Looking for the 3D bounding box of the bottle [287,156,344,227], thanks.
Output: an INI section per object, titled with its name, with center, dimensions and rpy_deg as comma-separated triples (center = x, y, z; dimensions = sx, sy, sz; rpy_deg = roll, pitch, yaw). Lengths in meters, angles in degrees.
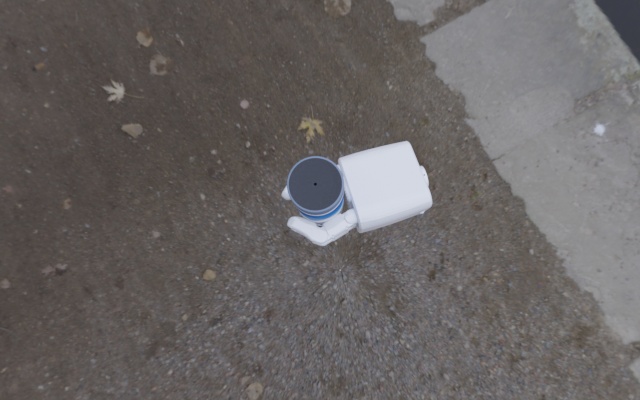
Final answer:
[bottle]
center = 0.000, 0.002, 0.694
dimensions = 0.069, 0.069, 0.296
rpy_deg = 0, -8, 2
